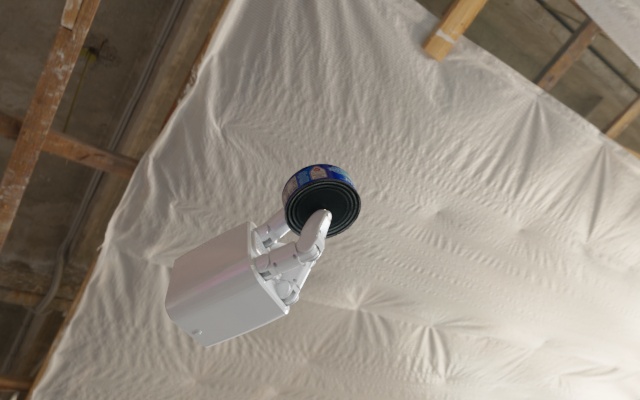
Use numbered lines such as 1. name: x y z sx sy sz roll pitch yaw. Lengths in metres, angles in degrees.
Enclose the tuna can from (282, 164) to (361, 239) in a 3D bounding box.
1. tuna can: 0.000 0.001 0.535 0.086 0.086 0.033 0 39 -14
